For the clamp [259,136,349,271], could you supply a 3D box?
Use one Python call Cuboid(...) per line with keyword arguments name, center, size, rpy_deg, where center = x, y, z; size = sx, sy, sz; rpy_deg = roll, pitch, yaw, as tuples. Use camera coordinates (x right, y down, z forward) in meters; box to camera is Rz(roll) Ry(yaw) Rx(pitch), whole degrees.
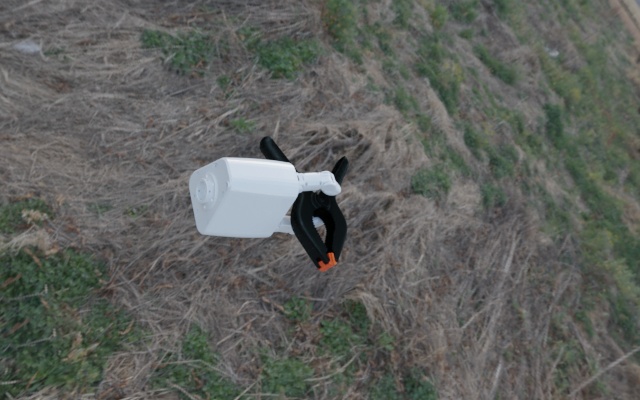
Cuboid(name="clamp", center=(0.001, 0.002, 0.721), size=(0.164, 0.210, 0.036), rpy_deg=(2, -28, -39))
